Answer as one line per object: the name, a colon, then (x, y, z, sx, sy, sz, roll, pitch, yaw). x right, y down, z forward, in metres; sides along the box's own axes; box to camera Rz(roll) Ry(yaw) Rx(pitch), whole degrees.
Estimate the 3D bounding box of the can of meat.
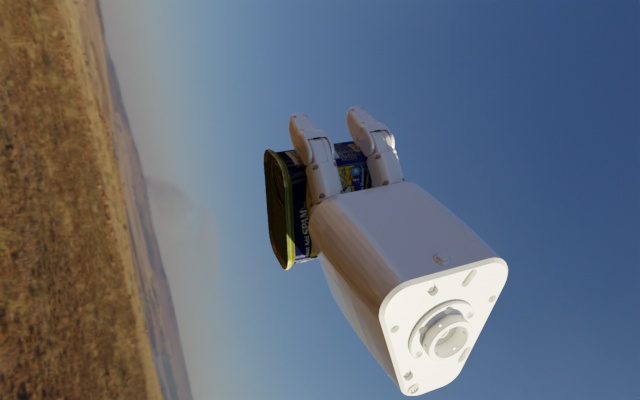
can of meat: (0.000, 0.001, 0.418, 0.084, 0.102, 0.057, -11, 27, -19)
